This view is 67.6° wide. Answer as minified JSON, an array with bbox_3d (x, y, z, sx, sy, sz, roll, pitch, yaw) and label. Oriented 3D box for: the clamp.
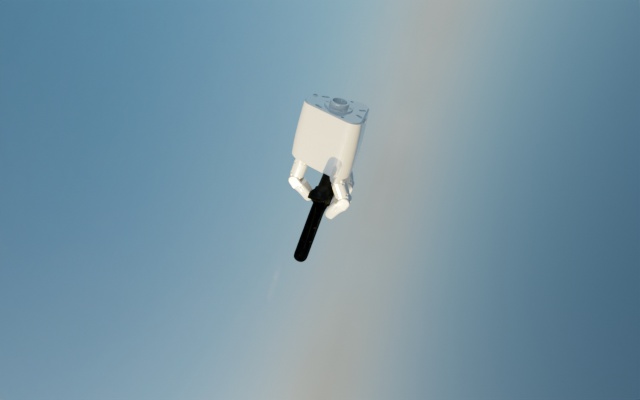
[{"bbox_3d":[0.000,0.002,0.879,0.036,0.165,0.210,20,35,5],"label":"clamp"}]
